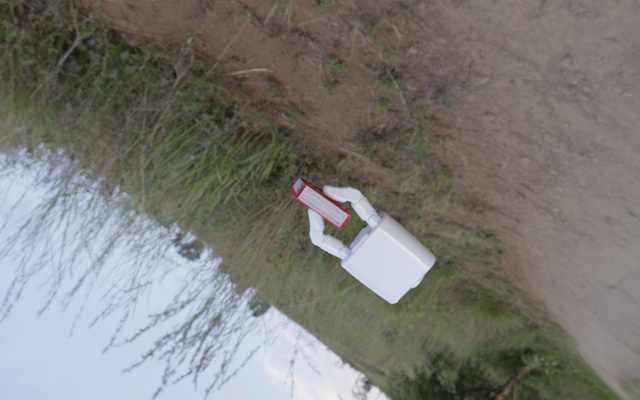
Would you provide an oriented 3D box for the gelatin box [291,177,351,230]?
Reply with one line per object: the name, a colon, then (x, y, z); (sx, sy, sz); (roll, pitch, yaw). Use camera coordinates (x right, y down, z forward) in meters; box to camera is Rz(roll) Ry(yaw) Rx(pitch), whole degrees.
gelatin box: (0.000, 0.003, 0.752); (0.089, 0.030, 0.073); (34, 5, -14)
